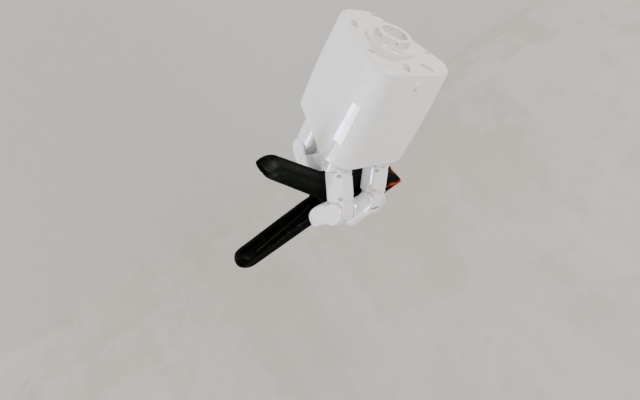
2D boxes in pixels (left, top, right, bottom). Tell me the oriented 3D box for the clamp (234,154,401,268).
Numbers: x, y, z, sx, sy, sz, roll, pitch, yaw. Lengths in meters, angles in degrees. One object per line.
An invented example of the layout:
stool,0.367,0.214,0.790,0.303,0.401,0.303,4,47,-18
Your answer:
clamp,0.000,0.001,0.533,0.210,0.036,0.165,-13,-34,-37
